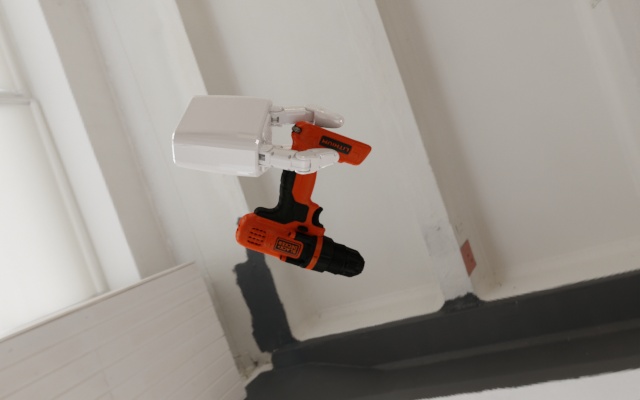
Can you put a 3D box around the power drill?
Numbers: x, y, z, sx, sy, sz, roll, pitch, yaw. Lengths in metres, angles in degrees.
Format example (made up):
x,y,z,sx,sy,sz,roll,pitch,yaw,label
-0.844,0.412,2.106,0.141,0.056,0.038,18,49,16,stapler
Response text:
x,y,z,sx,sy,sz,roll,pitch,yaw,label
0.000,0.002,0.637,0.184,0.187,0.057,19,6,-17,power drill
